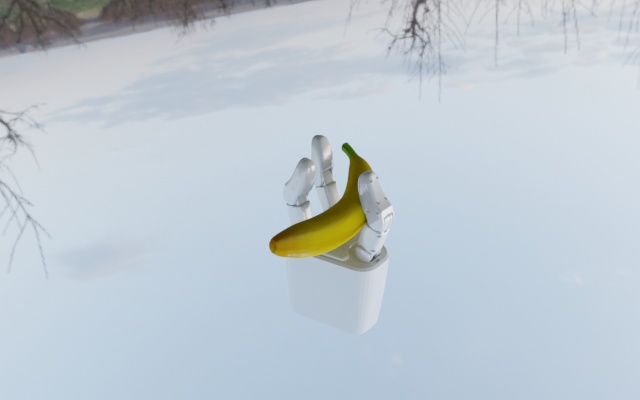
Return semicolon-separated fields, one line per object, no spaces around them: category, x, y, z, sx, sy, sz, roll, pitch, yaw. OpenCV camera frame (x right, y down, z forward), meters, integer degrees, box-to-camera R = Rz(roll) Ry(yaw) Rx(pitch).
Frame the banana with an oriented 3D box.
banana;0.018;0.008;0.498;0.069;0.037;0.197;25;40;9
